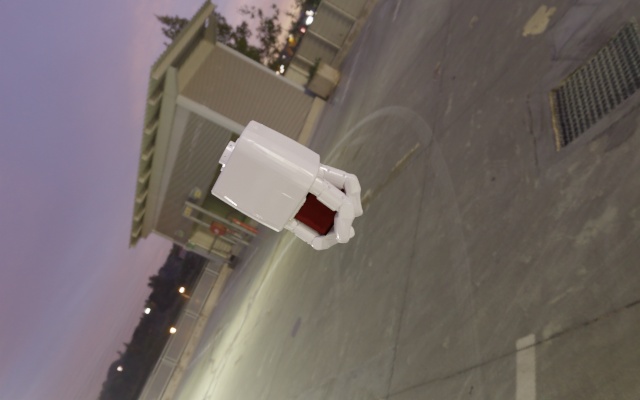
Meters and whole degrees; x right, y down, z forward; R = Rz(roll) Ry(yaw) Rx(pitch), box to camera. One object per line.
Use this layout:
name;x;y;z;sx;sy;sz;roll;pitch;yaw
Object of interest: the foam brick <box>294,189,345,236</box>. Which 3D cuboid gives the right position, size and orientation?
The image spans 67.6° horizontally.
foam brick;0.000;0.002;0.664;0.051;0.053;0.078;31;18;-10
